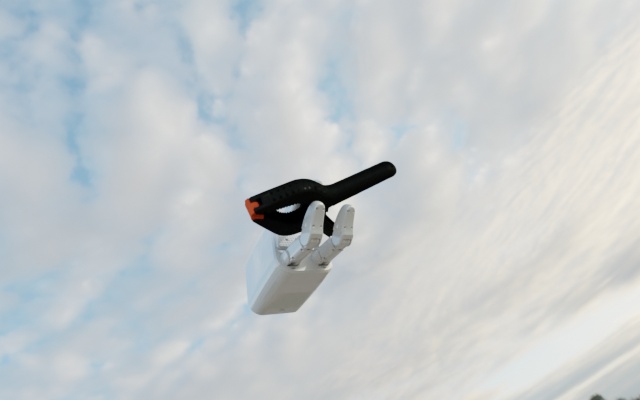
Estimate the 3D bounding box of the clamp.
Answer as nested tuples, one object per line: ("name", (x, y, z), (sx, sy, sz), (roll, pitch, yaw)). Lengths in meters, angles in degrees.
("clamp", (-0.001, 0.002, 0.655), (0.210, 0.165, 0.036), (5, 41, -39))
